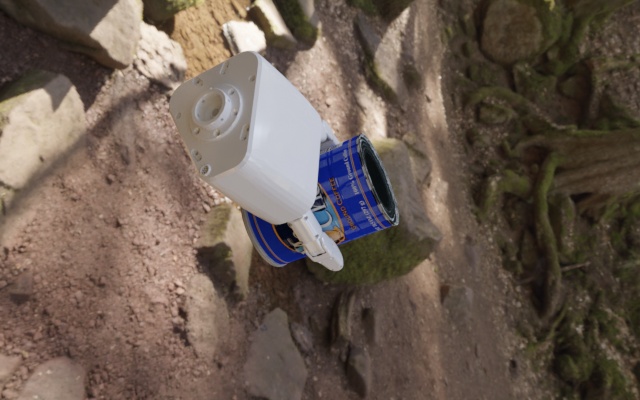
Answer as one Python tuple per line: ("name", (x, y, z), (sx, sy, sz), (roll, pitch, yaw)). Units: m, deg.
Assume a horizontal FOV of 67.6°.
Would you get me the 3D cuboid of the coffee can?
("coffee can", (0.000, 0.002, 0.516), (0.140, 0.103, 0.103), (-21, -7, 18))
